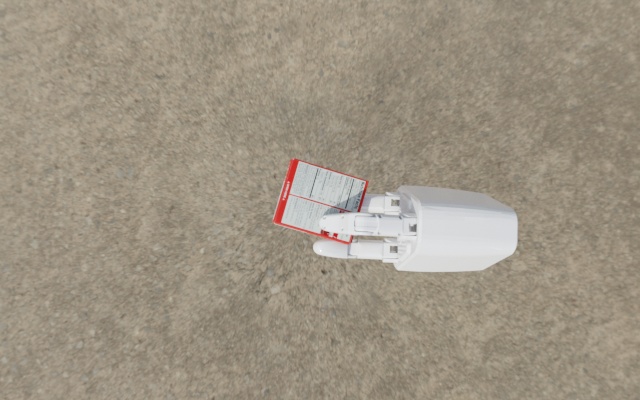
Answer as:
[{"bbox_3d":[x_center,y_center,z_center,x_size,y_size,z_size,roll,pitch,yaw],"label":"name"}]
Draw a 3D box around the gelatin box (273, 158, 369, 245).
[{"bbox_3d":[0.000,0.002,0.520,0.089,0.073,0.030,16,-3,-7],"label":"gelatin box"}]
